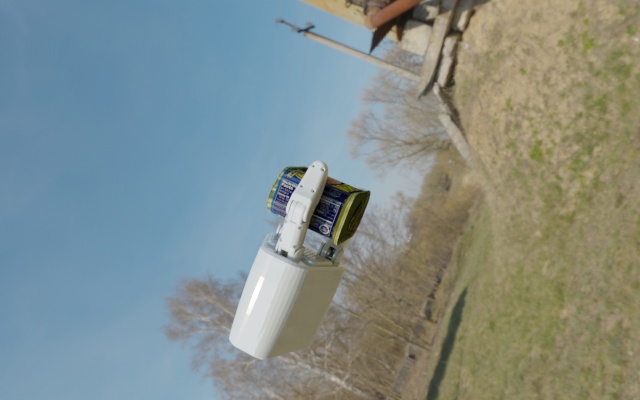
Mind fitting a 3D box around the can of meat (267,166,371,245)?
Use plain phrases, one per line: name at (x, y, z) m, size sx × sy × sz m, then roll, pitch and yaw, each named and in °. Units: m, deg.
can of meat at (0.000, 0.002, 0.519) m, size 0.084 × 0.057 × 0.102 m, roll 23°, pitch 9°, yaw 14°
